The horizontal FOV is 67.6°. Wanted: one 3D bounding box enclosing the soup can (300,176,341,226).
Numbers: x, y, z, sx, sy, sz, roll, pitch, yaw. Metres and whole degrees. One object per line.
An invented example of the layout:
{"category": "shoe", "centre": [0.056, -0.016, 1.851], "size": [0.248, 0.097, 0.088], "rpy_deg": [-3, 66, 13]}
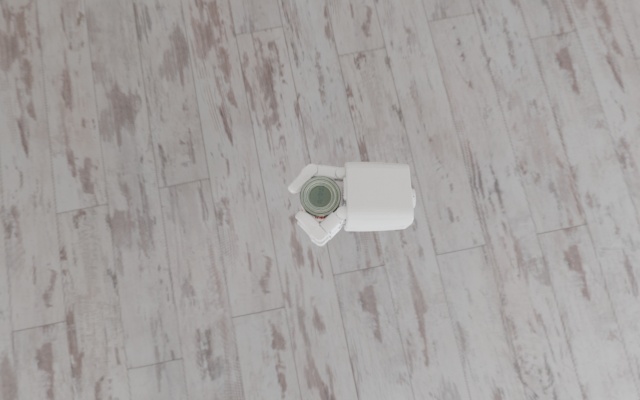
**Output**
{"category": "soup can", "centre": [0.000, 0.002, 0.803], "size": [0.068, 0.068, 0.102], "rpy_deg": [0, -11, 0]}
